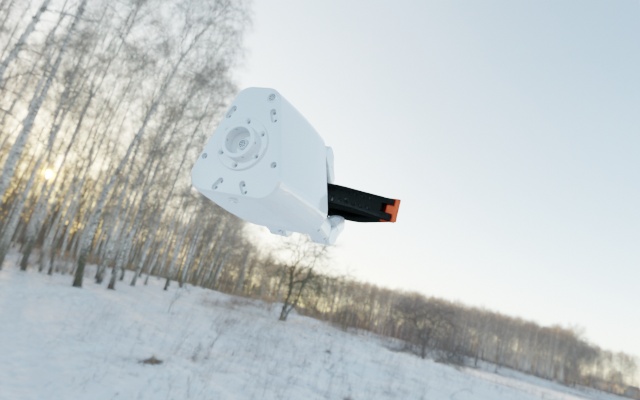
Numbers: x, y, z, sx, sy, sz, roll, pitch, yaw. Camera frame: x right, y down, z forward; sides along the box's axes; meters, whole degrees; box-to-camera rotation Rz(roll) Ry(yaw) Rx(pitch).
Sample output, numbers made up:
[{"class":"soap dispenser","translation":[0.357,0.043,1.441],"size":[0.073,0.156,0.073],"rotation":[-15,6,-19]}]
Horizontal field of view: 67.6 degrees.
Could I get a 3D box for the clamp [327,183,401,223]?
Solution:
[{"class":"clamp","translation":[0.001,0.001,0.596],"size":[0.210,0.036,0.164],"rotation":[9,-11,24]}]
